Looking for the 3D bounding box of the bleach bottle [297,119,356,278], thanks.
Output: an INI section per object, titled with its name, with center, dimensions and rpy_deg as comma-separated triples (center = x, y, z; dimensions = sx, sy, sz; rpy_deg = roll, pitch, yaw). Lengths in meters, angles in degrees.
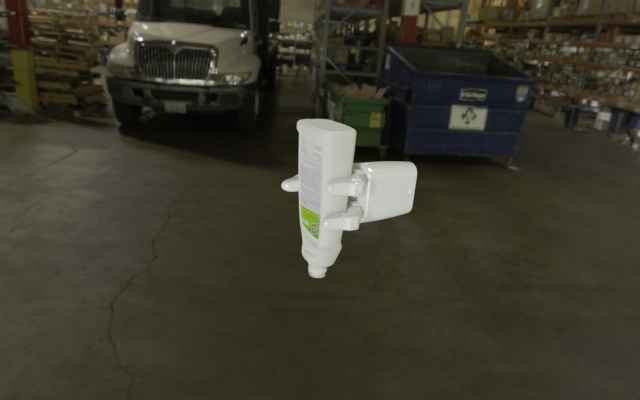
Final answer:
[bleach bottle]
center = 0.000, 0.003, 0.766
dimensions = 0.068, 0.251, 0.102
rpy_deg = -7, 23, -31
